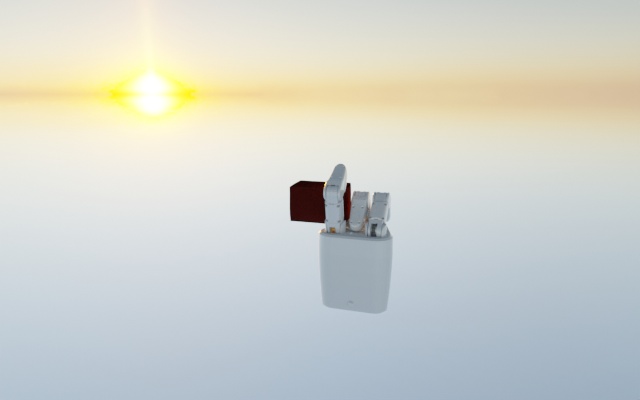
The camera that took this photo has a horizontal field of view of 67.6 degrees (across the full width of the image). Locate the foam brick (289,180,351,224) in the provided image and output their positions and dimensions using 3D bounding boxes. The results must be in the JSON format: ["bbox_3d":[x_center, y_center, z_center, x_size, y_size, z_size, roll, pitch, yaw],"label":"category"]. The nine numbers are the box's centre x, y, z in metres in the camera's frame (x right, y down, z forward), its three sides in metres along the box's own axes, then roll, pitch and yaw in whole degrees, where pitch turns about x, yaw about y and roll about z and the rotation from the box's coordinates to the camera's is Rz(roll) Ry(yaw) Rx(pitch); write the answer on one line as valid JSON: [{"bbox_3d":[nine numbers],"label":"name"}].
[{"bbox_3d":[0.000,0.002,0.672,0.078,0.051,0.053,4,13,17],"label":"foam brick"}]
